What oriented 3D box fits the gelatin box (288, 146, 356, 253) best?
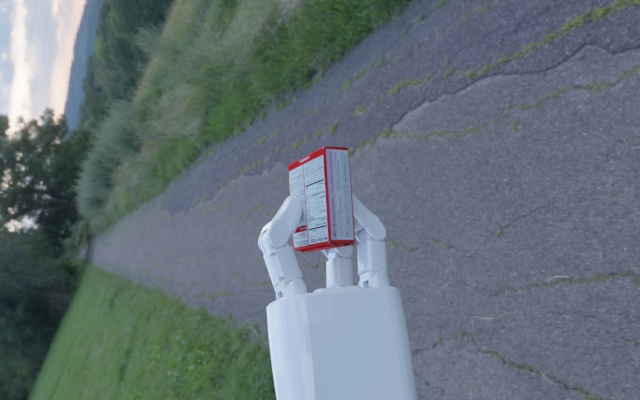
[{"bbox_3d":[0.000,0.001,0.445,0.030,0.089,0.073,0,-10,-29],"label":"gelatin box"}]
